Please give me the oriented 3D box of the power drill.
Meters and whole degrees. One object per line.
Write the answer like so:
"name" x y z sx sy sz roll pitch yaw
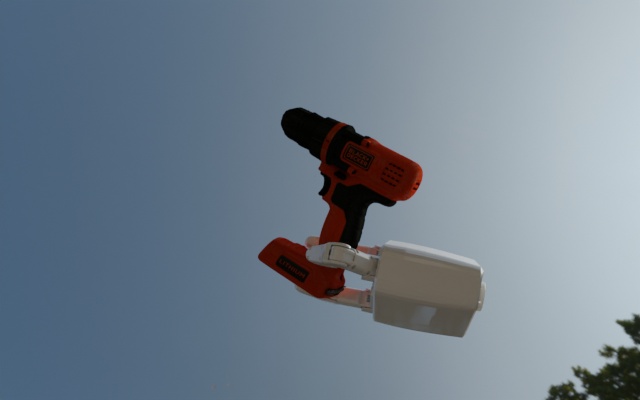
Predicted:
"power drill" 0.000 0.002 0.552 0.184 0.188 0.057 31 12 24
